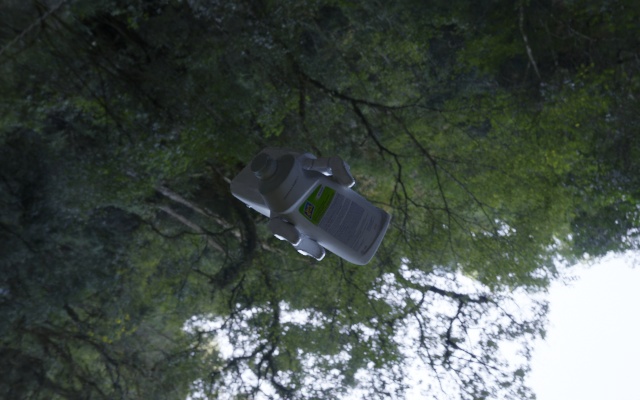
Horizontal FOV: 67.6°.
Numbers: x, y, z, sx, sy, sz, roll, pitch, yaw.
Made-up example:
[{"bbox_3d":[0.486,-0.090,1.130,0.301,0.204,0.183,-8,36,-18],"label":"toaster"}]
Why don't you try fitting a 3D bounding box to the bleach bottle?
[{"bbox_3d":[0.000,0.002,0.684,0.068,0.102,0.251,13,-18,46],"label":"bleach bottle"}]
